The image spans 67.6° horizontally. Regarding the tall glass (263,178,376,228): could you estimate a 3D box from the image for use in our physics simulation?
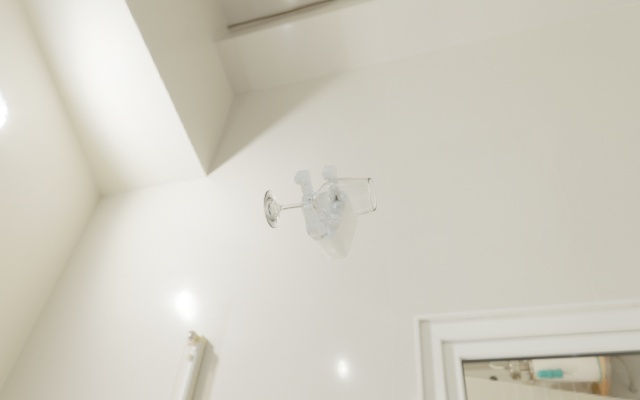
[{"bbox_3d":[-0.001,0.003,0.892,0.201,0.079,0.079,-9,-3,16],"label":"tall glass"}]
